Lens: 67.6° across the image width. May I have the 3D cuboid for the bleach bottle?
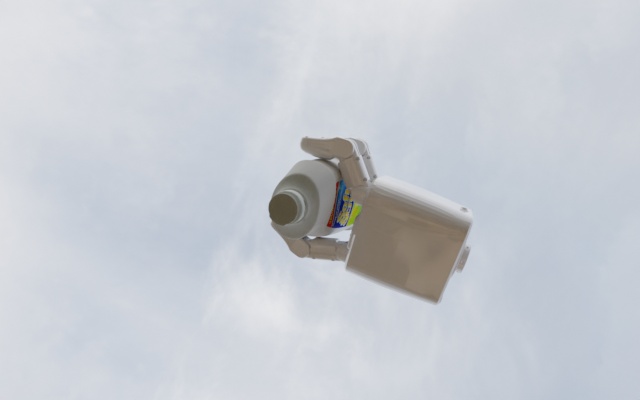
[{"bbox_3d":[0.000,0.002,0.536,0.068,0.102,0.251,22,12,13],"label":"bleach bottle"}]
